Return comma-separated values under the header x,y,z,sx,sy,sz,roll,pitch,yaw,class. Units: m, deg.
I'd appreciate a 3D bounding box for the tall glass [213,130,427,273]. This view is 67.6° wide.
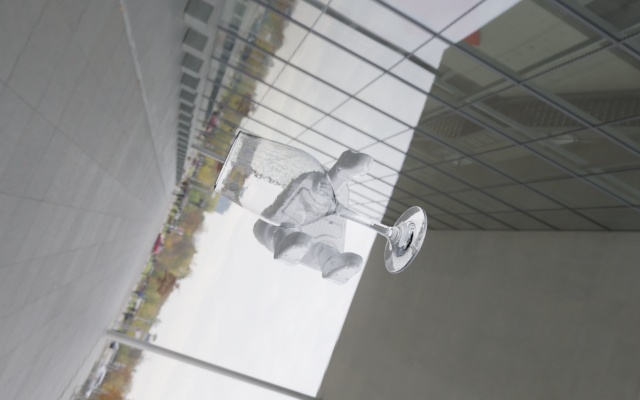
x,y,z,sx,sy,sz,roll,pitch,yaw,class
0.001,0.002,0.471,0.201,0.079,0.079,24,-7,-15,tall glass
